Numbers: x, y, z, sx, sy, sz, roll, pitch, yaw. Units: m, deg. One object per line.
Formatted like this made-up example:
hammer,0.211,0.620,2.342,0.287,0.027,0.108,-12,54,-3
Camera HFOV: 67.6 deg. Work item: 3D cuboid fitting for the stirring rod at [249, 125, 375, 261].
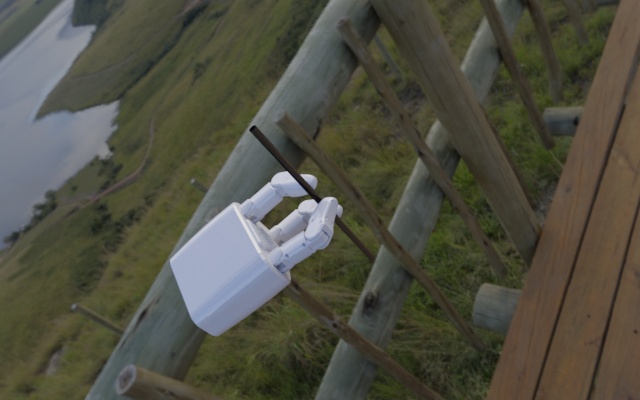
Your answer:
stirring rod,0.000,0.002,0.531,0.011,0.011,0.240,0,-36,42
